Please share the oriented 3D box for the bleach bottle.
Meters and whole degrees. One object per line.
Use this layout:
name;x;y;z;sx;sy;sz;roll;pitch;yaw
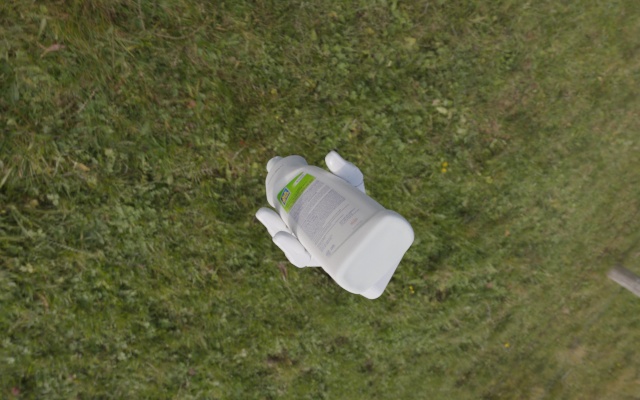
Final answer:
bleach bottle;0.000;0.002;0.596;0.068;0.102;0.250;40;3;-42
